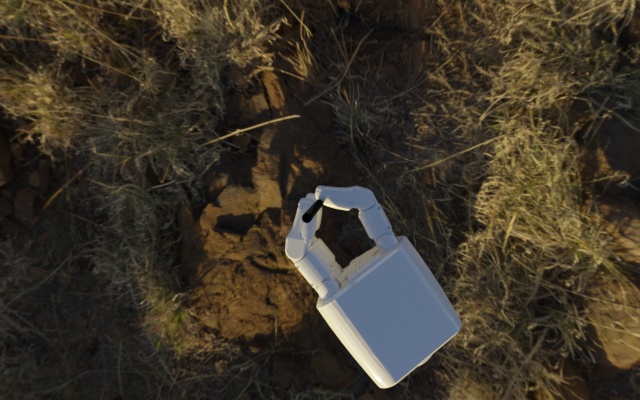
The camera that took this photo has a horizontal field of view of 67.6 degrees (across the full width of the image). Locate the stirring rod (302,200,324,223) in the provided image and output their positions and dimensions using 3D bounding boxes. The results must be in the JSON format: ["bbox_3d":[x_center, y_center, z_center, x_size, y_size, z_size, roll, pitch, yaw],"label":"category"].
[{"bbox_3d":[0.000,0.002,0.494,0.011,0.011,0.239,0,6,5],"label":"stirring rod"}]
